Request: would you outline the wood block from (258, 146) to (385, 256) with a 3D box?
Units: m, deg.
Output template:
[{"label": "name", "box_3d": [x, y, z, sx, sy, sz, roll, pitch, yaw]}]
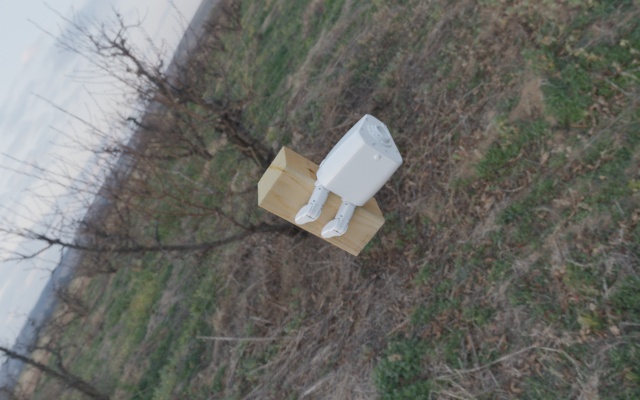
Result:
[{"label": "wood block", "box_3d": [0.000, 0.002, 0.852, 0.206, 0.090, 0.090, 29, 21, -21]}]
